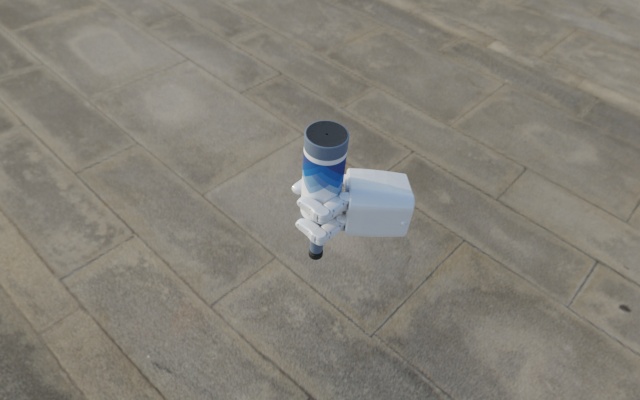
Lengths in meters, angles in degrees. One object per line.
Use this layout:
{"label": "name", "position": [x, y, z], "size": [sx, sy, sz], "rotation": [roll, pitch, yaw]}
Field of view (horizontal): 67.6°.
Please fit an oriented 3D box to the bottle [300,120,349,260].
{"label": "bottle", "position": [0.000, 0.002, 0.810], "size": [0.069, 0.069, 0.296], "rotation": [0, -43, -5]}
